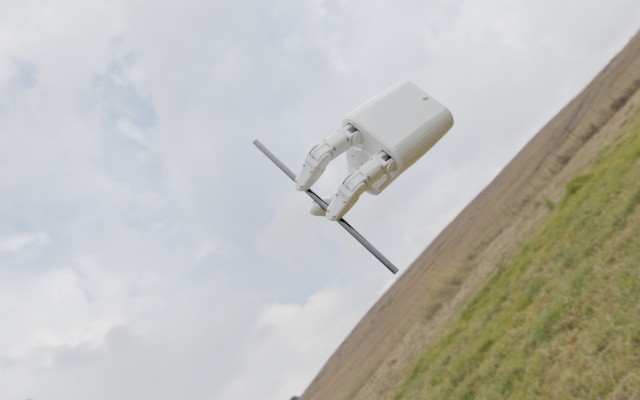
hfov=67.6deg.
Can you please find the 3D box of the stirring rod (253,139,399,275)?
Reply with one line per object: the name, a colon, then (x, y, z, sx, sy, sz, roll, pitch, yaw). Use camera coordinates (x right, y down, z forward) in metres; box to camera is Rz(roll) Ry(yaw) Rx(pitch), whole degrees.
stirring rod: (0.000, 0.002, 0.562, 0.239, 0.011, 0.011, 43, 18, 21)
